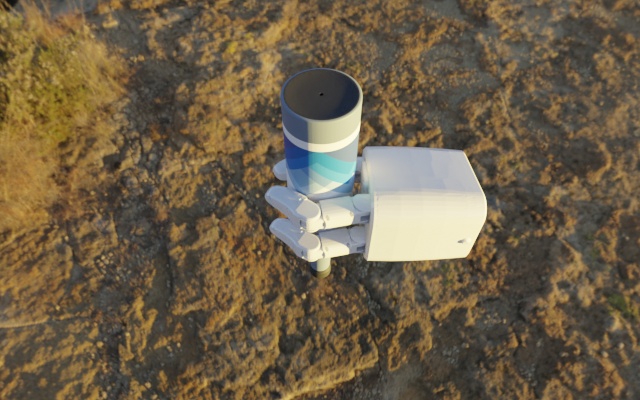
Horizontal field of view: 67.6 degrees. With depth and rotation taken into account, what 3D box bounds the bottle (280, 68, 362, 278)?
[{"bbox_3d":[0.000,0.001,0.503,0.069,0.069,0.296,0,-37,0],"label":"bottle"}]
